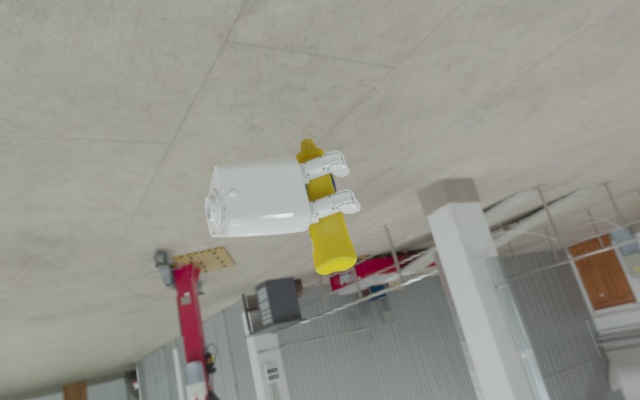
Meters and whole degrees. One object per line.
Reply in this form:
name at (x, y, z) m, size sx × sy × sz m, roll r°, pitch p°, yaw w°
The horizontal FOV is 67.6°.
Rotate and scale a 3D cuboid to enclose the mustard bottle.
mustard bottle at (0.000, 0.002, 0.669) m, size 0.058 × 0.191 × 0.096 m, roll -13°, pitch -18°, yaw -3°
